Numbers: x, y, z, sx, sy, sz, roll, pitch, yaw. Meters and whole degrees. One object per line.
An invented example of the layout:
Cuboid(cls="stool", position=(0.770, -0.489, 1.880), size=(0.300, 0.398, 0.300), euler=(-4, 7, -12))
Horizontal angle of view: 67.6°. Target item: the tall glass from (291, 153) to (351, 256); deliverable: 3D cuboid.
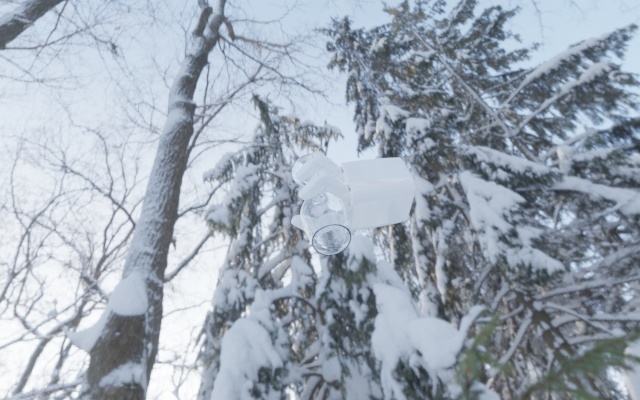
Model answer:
Cuboid(cls="tall glass", position=(0.000, 0.002, 0.801), size=(0.079, 0.079, 0.201), euler=(0, 36, -12))
